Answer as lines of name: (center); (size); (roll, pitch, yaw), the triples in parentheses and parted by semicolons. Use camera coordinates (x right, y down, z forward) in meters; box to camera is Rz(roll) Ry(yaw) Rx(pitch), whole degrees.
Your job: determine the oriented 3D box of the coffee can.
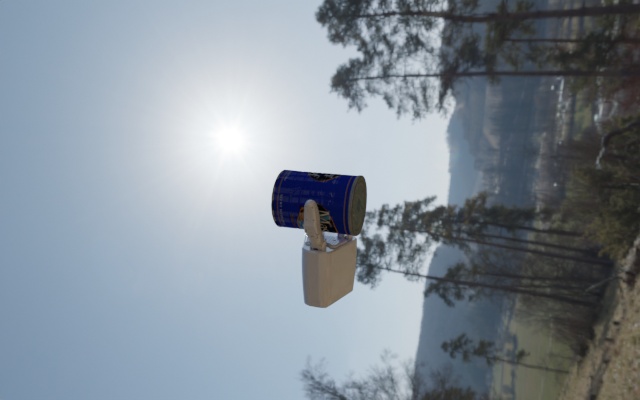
coffee can: (0.000, 0.003, 0.819); (0.140, 0.103, 0.103); (6, 2, 18)
